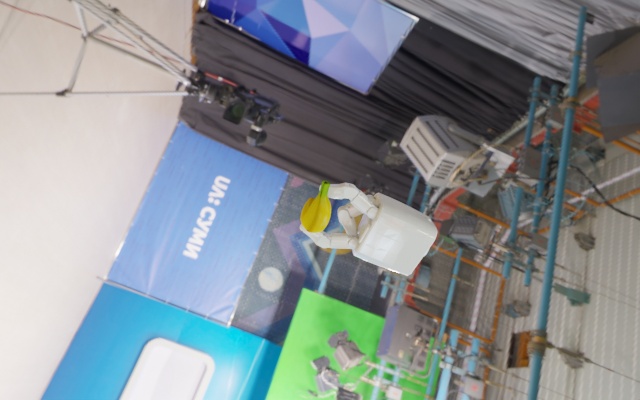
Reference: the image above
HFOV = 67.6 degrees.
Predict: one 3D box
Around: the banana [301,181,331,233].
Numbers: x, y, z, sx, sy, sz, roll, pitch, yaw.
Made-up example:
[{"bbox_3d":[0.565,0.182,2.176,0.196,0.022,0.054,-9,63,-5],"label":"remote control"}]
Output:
[{"bbox_3d":[-0.006,0.019,0.759,0.037,0.069,0.198,23,-10,-6],"label":"banana"}]
